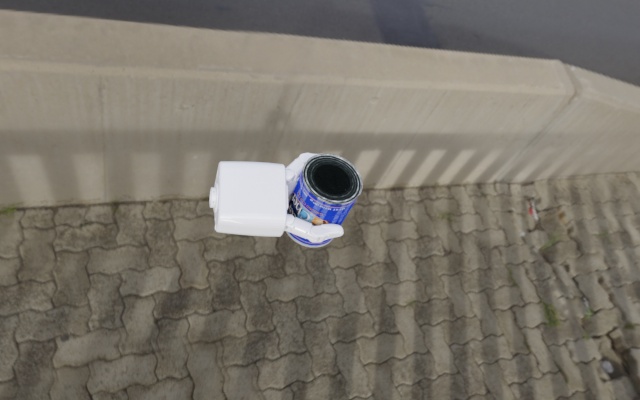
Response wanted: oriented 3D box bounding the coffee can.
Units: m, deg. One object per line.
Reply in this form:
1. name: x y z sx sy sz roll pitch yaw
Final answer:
1. coffee can: 0.000 0.003 0.820 0.103 0.102 0.140 0 -34 -20
